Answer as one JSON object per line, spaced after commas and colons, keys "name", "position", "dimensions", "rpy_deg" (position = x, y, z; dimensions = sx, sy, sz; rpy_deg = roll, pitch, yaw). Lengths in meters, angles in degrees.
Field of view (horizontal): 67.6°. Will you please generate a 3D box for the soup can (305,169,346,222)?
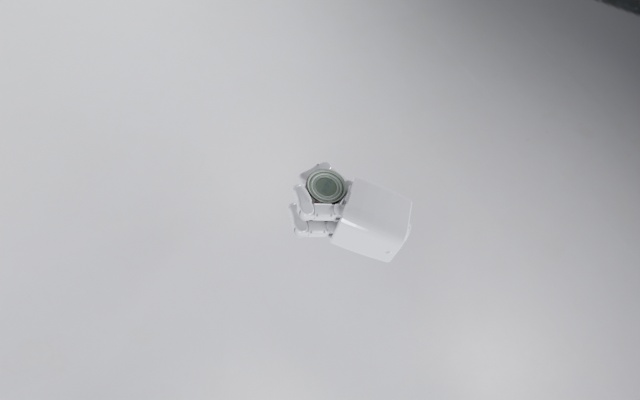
{"name": "soup can", "position": [0.000, 0.002, 0.799], "dimensions": [0.068, 0.068, 0.102], "rpy_deg": [0, -31, -13]}
